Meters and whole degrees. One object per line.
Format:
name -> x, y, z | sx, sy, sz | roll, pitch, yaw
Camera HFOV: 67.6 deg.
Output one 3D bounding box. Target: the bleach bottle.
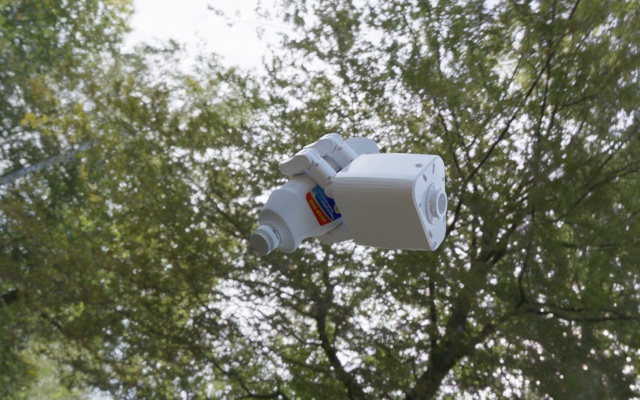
bleach bottle -> 0.000, 0.002, 0.635 | 0.068, 0.103, 0.250 | 3, 28, 36
